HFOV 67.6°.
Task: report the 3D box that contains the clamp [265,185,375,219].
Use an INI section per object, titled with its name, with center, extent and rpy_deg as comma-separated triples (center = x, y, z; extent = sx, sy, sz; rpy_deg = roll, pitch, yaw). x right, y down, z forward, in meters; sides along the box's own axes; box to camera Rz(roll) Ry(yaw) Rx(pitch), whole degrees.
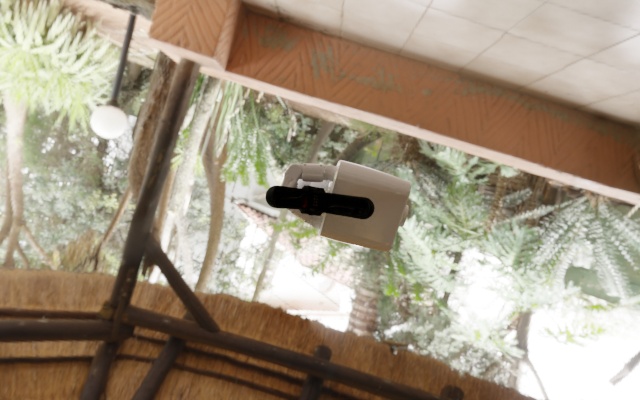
[clamp]
center = 0.000, 0.003, 0.590
extent = 0.120, 0.039, 0.171
rpy_deg = 13, 3, 0
